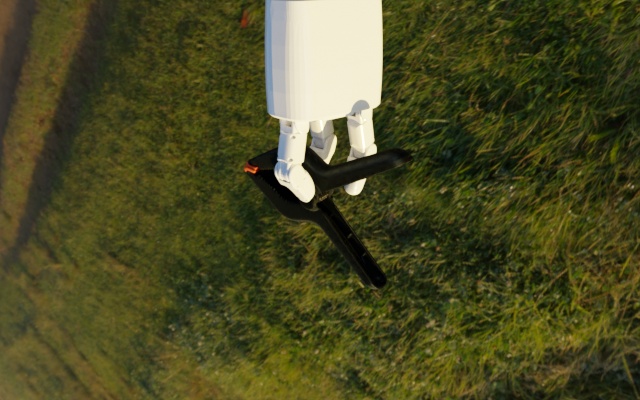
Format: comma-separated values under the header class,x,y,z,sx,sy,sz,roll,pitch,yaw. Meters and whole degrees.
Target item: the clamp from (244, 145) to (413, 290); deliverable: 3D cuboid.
class,x,y,z,sx,sy,sz,roll,pitch,yaw
clamp,-0.001,0.002,0.531,0.210,0.165,0.036,18,31,33
